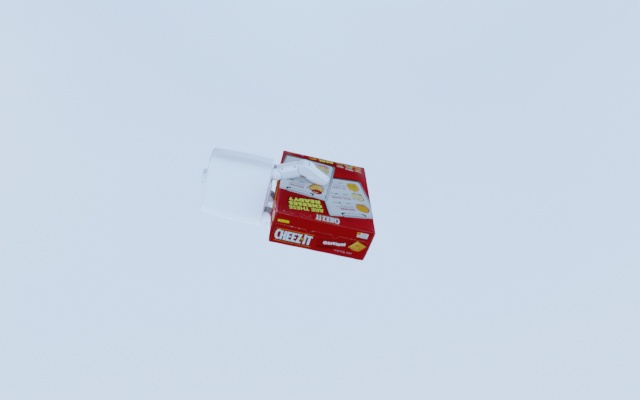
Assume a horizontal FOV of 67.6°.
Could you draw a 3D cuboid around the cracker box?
[{"bbox_3d":[0.000,0.003,0.845,0.164,0.072,0.213,12,32,-8],"label":"cracker box"}]
